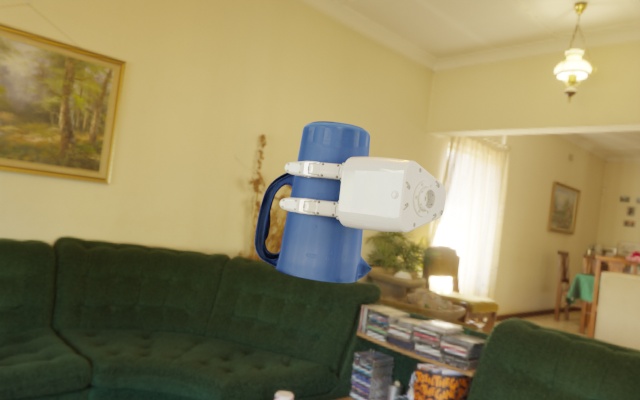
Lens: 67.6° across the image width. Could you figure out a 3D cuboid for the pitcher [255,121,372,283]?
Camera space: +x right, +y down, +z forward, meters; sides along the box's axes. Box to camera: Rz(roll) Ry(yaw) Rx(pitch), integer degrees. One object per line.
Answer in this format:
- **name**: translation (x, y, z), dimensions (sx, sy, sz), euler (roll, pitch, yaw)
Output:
- **pitcher**: translation (0.000, 0.002, 0.756), dimensions (0.149, 0.243, 0.145), euler (8, -2, -44)
